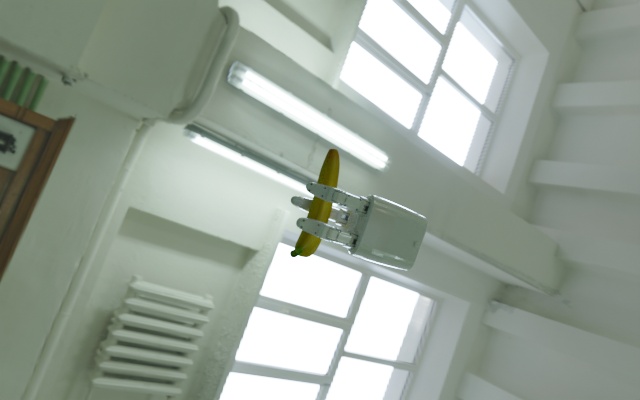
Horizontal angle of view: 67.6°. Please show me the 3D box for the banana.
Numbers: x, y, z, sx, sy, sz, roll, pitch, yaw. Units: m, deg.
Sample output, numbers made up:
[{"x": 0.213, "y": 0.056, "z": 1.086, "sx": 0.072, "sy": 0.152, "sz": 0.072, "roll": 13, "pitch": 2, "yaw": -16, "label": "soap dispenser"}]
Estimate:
[{"x": -0.001, "y": 0.013, "z": 0.767, "sx": 0.037, "sy": 0.197, "sz": 0.070, "roll": 16, "pitch": -24, "yaw": 6, "label": "banana"}]
